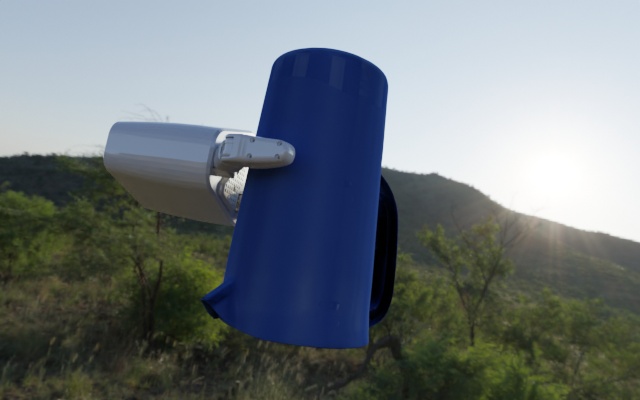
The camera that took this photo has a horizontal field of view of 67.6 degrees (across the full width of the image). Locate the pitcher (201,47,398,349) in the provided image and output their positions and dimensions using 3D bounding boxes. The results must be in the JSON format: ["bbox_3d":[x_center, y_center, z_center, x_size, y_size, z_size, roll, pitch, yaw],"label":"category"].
[{"bbox_3d":[0.000,0.001,0.428,0.145,0.243,0.149,8,-7,12],"label":"pitcher"}]
